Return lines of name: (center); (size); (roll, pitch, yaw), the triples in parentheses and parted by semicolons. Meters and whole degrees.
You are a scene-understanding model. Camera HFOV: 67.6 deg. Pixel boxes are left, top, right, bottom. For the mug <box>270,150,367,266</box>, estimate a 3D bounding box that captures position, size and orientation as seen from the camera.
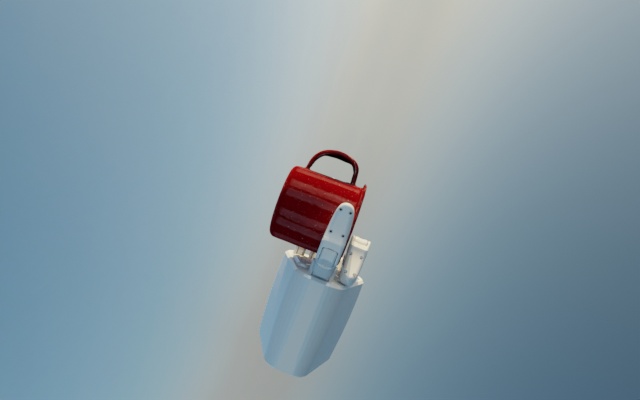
mug: (0.000, 0.000, 0.513); (0.081, 0.117, 0.093); (20, 2, 2)
